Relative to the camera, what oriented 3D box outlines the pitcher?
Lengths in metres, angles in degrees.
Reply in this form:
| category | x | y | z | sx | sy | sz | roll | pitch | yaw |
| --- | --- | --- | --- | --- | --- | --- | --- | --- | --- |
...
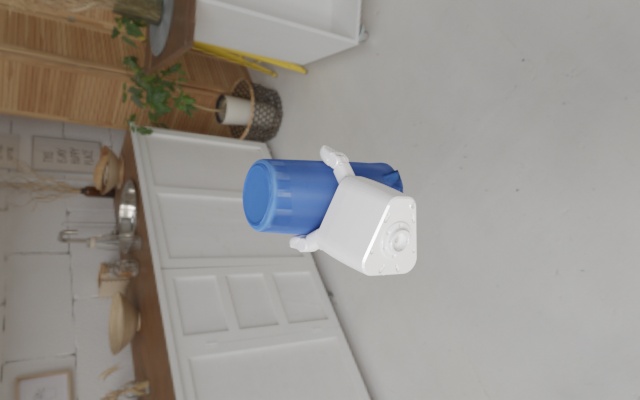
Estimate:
| category | x | y | z | sx | sy | sz | roll | pitch | yaw |
| --- | --- | --- | --- | --- | --- | --- | --- | --- | --- |
| pitcher | 0.000 | 0.003 | 0.769 | 0.243 | 0.149 | 0.145 | 3 | 15 | -34 |
